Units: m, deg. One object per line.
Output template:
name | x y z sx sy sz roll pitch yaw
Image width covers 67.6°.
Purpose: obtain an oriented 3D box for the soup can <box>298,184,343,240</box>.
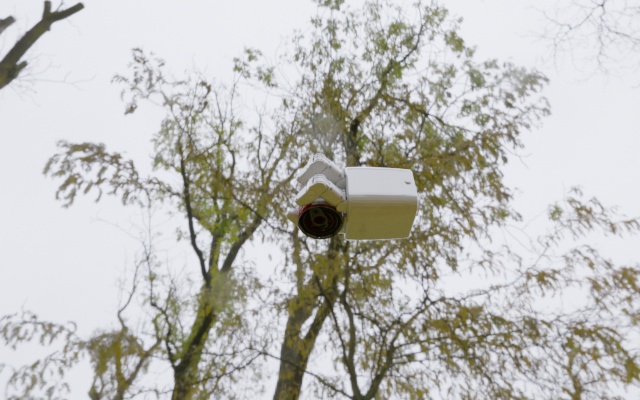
soup can | 0.000 0.002 0.759 0.068 0.069 0.102 0 40 0
